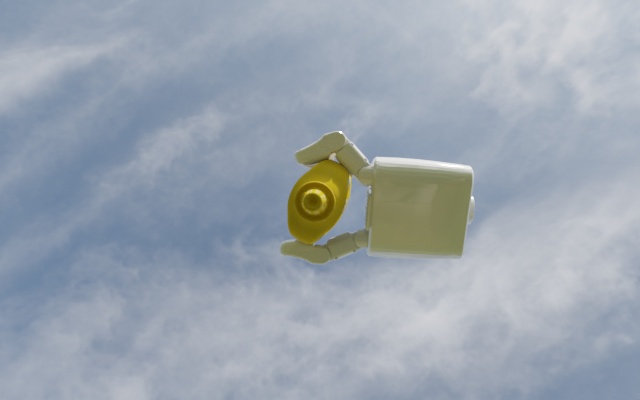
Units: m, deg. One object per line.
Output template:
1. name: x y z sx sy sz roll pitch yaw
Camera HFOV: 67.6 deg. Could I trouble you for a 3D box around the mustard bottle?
1. mustard bottle: 0.000 0.002 0.544 0.058 0.096 0.191 28 2 3
